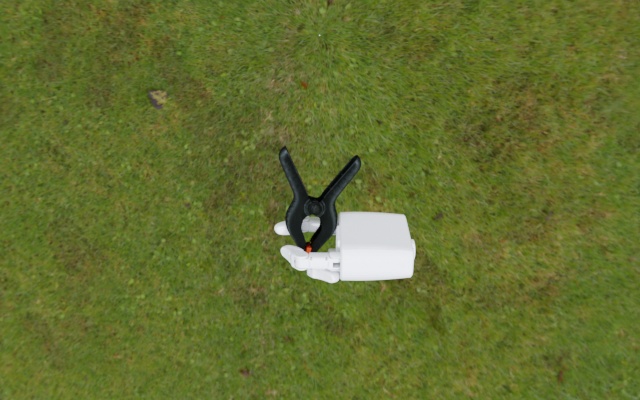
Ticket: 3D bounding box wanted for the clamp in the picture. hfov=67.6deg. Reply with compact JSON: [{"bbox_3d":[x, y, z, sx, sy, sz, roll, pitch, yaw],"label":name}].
[{"bbox_3d":[0.000,0.003,0.713,0.120,0.171,0.039,0,19,0],"label":"clamp"}]
